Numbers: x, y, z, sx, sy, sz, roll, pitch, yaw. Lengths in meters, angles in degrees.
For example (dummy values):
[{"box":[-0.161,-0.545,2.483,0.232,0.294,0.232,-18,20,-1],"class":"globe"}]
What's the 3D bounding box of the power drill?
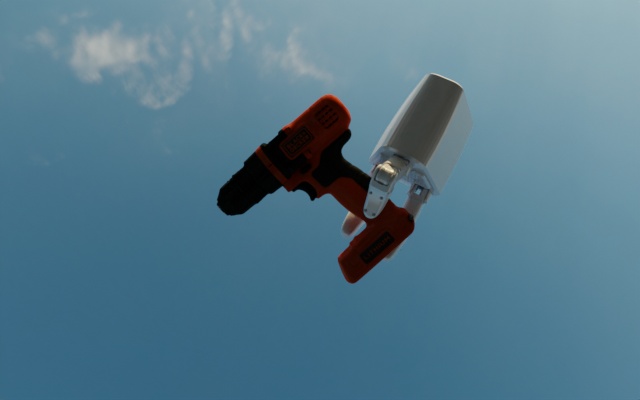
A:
[{"box":[0.001,0.002,0.547,0.184,0.187,0.057,-41,4,5],"class":"power drill"}]
